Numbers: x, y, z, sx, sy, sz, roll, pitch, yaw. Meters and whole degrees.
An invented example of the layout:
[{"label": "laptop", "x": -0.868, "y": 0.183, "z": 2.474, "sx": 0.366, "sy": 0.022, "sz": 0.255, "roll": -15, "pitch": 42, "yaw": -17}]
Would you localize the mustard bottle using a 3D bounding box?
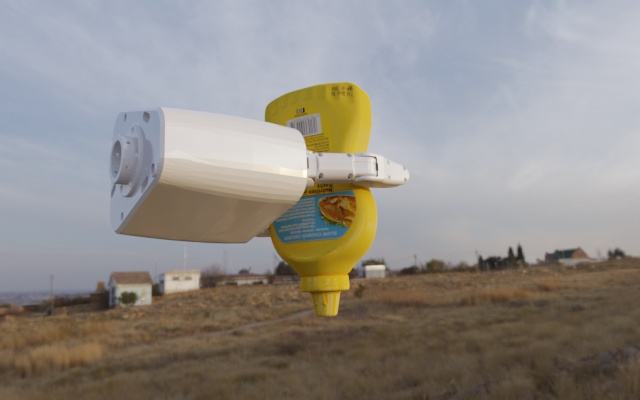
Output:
[{"label": "mustard bottle", "x": 0.000, "y": 0.001, "z": 0.411, "sx": 0.096, "sy": 0.191, "sz": 0.058, "roll": -8, "pitch": -11, "yaw": 26}]
